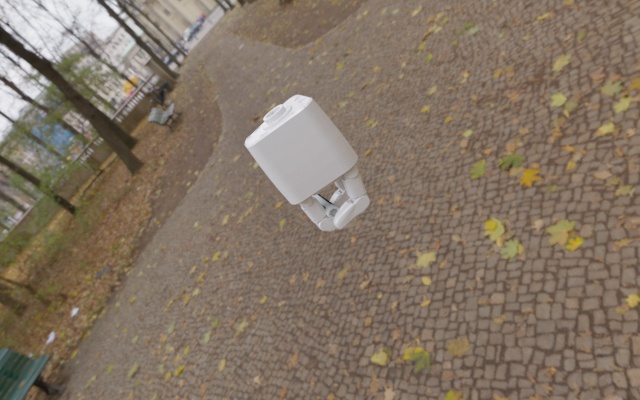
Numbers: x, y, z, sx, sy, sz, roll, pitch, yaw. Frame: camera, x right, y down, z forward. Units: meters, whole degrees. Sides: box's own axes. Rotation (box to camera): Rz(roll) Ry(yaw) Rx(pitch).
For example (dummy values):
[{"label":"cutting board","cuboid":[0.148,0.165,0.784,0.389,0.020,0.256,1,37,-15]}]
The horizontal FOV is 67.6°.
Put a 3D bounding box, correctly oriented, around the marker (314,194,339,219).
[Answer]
[{"label":"marker","cuboid":[0.000,0.002,0.724,0.020,0.020,0.121,0,15,-19]}]
